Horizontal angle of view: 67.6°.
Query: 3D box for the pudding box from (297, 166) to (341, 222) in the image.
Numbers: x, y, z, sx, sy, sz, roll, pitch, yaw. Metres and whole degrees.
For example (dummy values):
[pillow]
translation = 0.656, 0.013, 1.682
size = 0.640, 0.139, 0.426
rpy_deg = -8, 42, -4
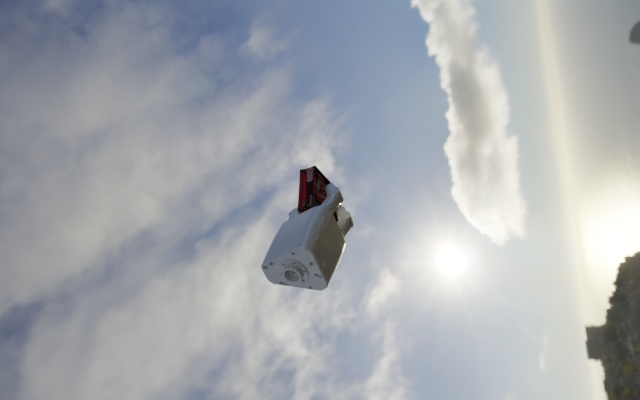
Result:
[pudding box]
translation = 0.000, 0.003, 0.882
size = 0.039, 0.090, 0.113
rpy_deg = -11, -32, 23
